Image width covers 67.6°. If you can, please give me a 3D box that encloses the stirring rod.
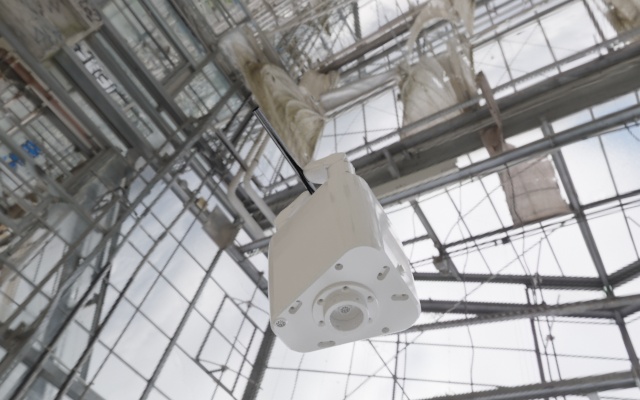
[{"bbox_3d":[0.000,0.002,0.508,0.011,0.240,0.011,-27,27,15],"label":"stirring rod"}]
